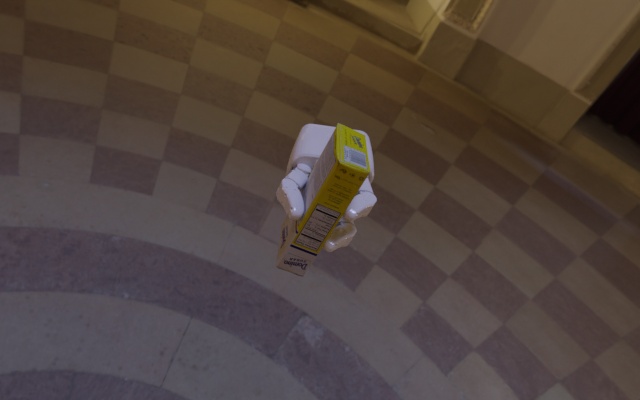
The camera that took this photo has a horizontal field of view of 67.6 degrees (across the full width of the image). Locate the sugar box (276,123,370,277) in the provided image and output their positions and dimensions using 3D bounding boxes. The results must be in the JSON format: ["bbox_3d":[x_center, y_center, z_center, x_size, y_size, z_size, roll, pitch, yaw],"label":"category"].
[{"bbox_3d":[0.001,0.002,0.596,0.048,0.176,0.093,20,33,-12],"label":"sugar box"}]
